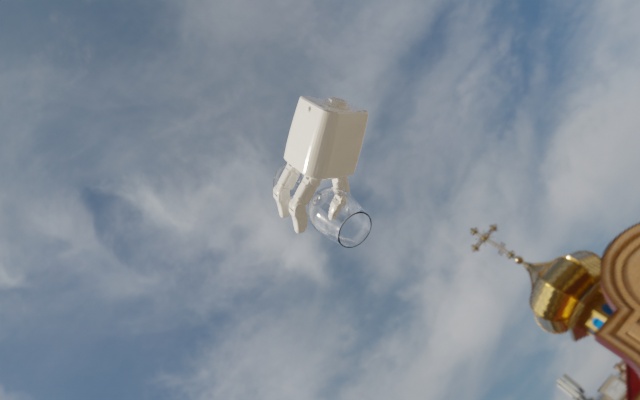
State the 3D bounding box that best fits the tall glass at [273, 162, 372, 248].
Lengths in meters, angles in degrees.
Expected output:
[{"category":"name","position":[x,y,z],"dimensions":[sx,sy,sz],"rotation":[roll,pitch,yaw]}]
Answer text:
[{"category":"tall glass","position":[0.000,0.002,0.790],"dimensions":[0.079,0.079,0.201],"rotation":[0,26,-36]}]
